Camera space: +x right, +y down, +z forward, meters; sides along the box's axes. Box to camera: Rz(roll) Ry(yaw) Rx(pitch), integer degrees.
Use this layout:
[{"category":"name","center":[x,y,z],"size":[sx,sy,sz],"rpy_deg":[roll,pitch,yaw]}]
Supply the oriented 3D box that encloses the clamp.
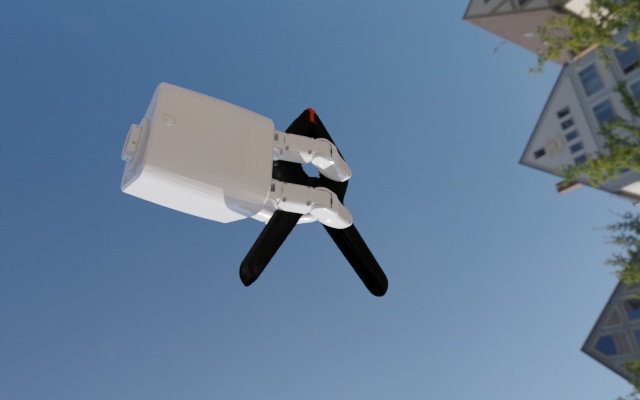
[{"category":"clamp","center":[-0.001,0.001,0.497],"size":[0.164,0.209,0.036],"rpy_deg":[19,-33,-30]}]
